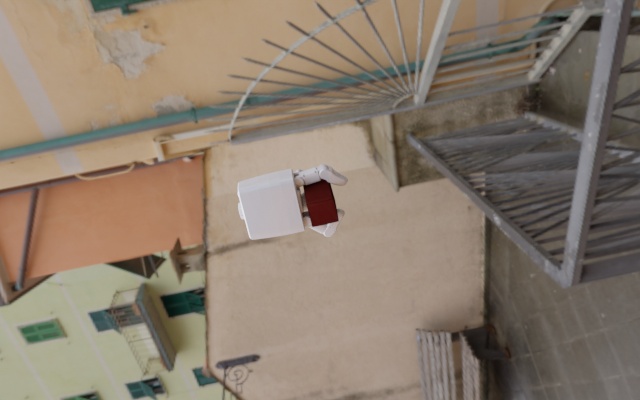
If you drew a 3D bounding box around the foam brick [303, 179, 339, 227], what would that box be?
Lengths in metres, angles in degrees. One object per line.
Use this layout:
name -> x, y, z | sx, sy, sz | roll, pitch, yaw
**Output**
foam brick -> 0.000, 0.003, 0.877 | 0.051, 0.053, 0.078 | -12, 32, 0
